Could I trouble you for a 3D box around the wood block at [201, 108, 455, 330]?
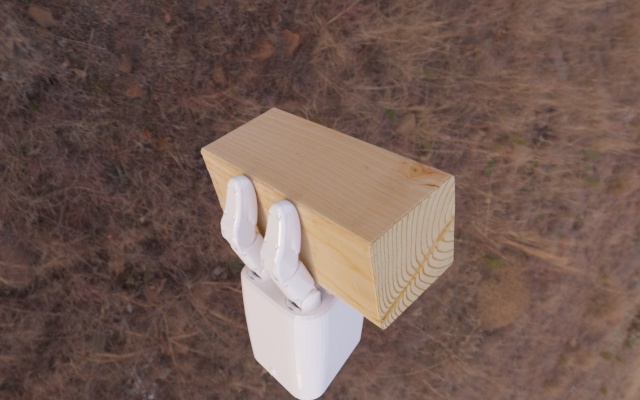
[{"bbox_3d":[0.000,0.002,0.405,0.091,0.090,0.206,-36,43,-28],"label":"wood block"}]
